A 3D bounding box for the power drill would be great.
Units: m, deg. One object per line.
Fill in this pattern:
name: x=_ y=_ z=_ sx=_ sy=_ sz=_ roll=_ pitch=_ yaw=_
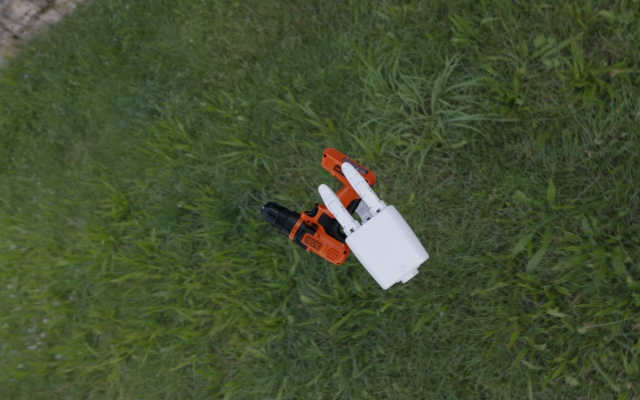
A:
power drill: x=0.001 y=0.003 z=0.868 sx=0.184 sy=0.188 sz=0.057 roll=30 pitch=22 yaw=4
